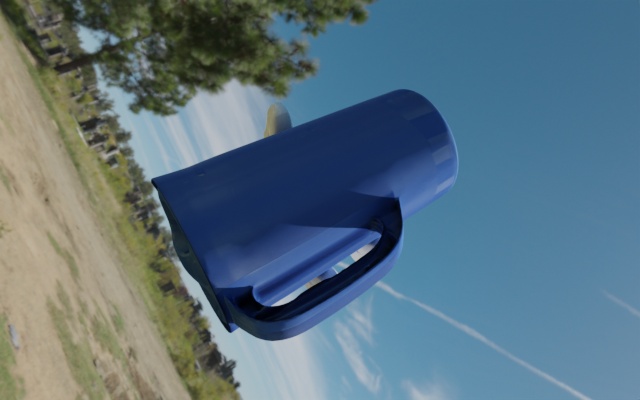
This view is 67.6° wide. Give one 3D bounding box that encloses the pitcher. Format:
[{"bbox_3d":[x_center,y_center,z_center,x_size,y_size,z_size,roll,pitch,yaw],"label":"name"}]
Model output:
[{"bbox_3d":[0.000,0.001,0.401,0.243,0.149,0.145,-27,-1,-19],"label":"pitcher"}]
